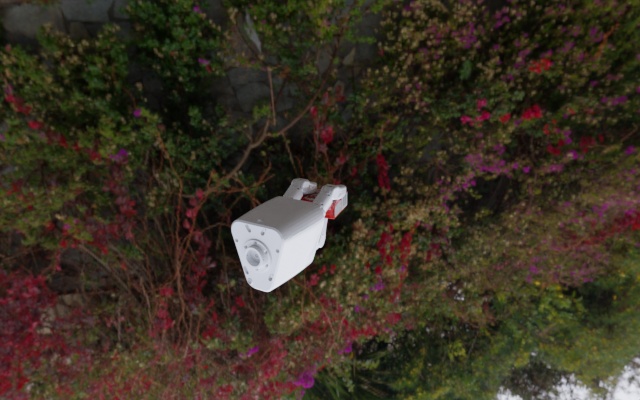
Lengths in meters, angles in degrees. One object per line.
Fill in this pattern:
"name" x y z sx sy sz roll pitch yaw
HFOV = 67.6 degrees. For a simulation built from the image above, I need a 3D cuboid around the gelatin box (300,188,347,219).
"gelatin box" 0.000 0.003 0.813 0.073 0.030 0.089 6 16 16
